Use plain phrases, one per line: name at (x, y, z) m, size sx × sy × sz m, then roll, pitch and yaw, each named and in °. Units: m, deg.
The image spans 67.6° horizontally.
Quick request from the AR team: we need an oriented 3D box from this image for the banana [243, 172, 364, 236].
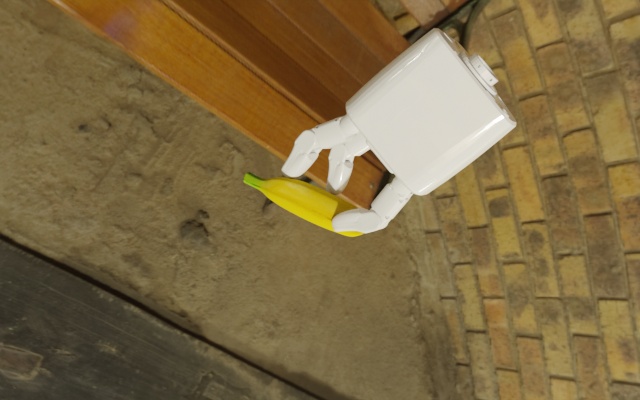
banana at (0.008, 0.009, 0.543) m, size 0.198 × 0.037 × 0.069 m, roll 26°, pitch 9°, yaw -43°
